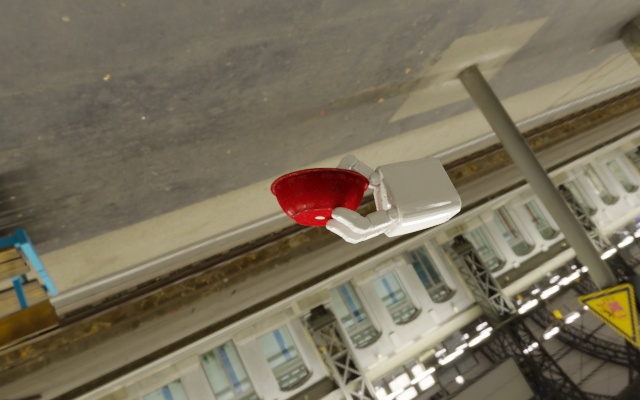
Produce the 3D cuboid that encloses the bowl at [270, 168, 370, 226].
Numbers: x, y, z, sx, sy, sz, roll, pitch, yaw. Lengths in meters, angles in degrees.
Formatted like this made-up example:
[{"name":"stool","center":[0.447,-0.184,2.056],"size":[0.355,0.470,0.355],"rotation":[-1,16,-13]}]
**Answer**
[{"name":"bowl","center":[-0.001,0.003,0.770],"size":[0.162,0.055,0.162],"rotation":[-2,-19,-1]}]
